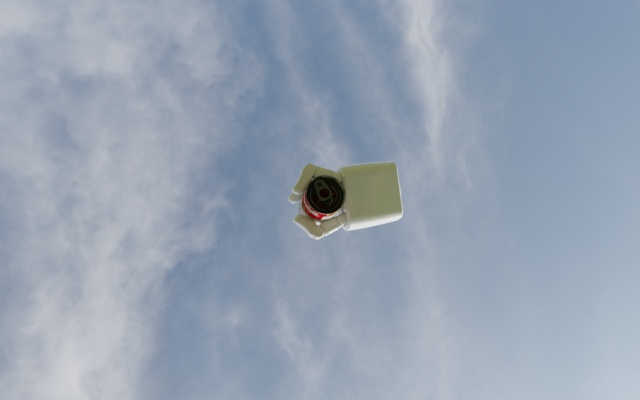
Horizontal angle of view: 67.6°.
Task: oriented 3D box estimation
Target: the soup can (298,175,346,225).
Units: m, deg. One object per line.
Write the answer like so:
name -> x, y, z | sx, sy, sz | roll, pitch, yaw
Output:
soup can -> 0.000, 0.003, 0.843 | 0.068, 0.068, 0.102 | 0, -15, -11
